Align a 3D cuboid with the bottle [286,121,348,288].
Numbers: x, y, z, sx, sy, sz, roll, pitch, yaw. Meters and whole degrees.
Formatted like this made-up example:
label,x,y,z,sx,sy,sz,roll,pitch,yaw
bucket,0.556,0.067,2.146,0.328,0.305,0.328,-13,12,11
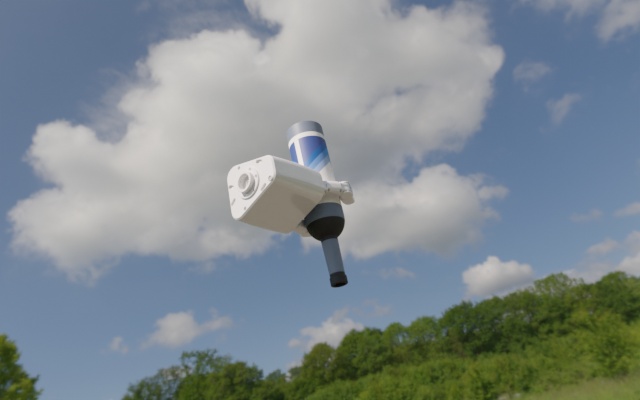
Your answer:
label,x,y,z,sx,sy,sz,roll,pitch,yaw
bottle,0.000,0.002,0.807,0.069,0.295,0.069,-10,-26,-5
